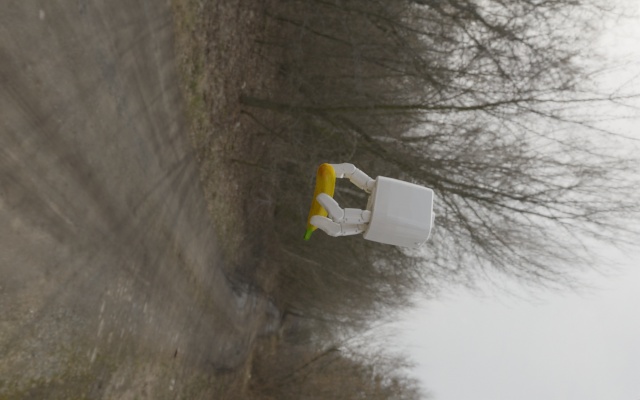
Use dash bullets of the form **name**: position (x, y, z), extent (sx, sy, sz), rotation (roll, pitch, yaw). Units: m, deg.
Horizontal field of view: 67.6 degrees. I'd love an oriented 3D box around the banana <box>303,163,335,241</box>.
- **banana**: position (0.003, -0.007, 0.889), extent (0.037, 0.198, 0.069), rotation (15, 45, 2)
